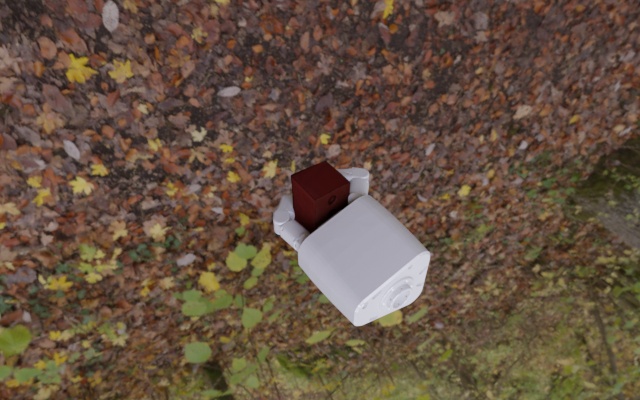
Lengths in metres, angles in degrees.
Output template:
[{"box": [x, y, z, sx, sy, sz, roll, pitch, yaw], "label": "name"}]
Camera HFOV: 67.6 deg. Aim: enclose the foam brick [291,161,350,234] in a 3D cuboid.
[{"box": [0.000, 0.002, 0.582, 0.053, 0.078, 0.051, -27, 50, -24], "label": "foam brick"}]
